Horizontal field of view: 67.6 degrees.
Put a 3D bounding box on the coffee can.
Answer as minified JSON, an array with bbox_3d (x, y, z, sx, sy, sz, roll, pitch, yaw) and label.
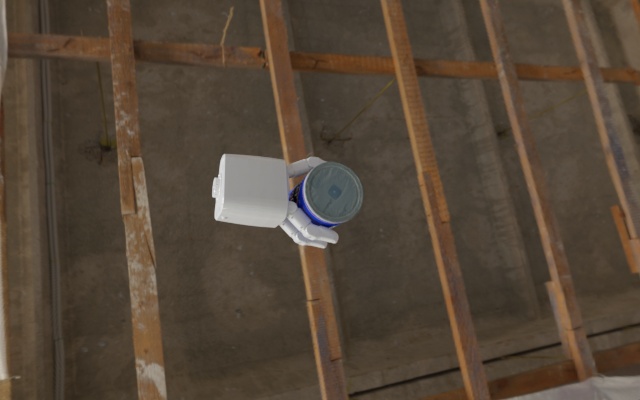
[{"bbox_3d":[0.000,0.003,0.833,0.103,0.102,0.140,0,-14,-20],"label":"coffee can"}]
